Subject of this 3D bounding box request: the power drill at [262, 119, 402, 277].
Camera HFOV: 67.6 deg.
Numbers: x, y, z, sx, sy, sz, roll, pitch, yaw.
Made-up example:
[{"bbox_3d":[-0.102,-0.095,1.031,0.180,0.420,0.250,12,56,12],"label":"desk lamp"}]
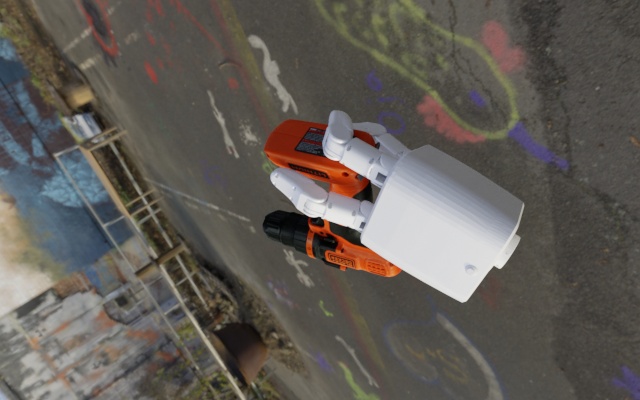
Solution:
[{"bbox_3d":[0.000,0.002,0.520,0.184,0.057,0.188,12,-36,23],"label":"power drill"}]
